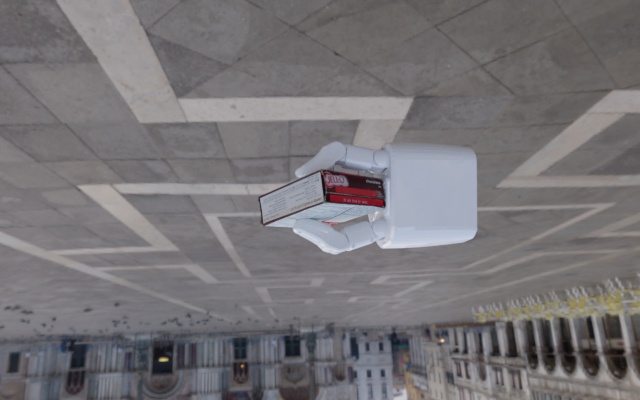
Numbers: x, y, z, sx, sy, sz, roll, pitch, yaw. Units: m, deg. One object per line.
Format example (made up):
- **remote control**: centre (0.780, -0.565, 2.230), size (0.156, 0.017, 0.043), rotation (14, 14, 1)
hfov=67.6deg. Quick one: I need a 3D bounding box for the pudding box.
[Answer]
- **pudding box**: centre (0.000, 0.002, 0.521), size (0.090, 0.039, 0.113), rotation (7, -21, -41)
